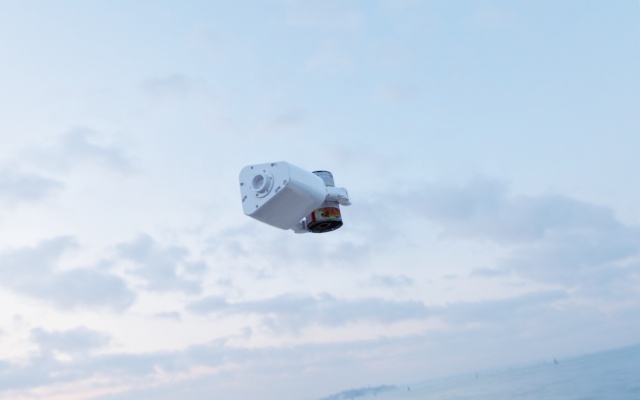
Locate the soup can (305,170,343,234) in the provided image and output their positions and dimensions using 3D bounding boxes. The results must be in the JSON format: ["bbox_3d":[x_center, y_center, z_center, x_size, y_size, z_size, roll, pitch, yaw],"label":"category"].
[{"bbox_3d":[0.000,0.003,0.899,0.068,0.102,0.068,-9,-22,-4],"label":"soup can"}]
